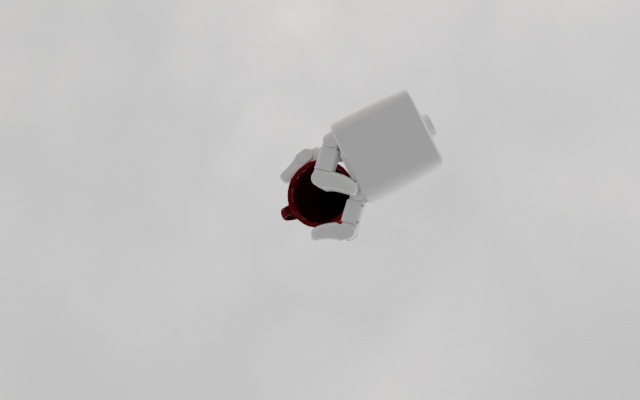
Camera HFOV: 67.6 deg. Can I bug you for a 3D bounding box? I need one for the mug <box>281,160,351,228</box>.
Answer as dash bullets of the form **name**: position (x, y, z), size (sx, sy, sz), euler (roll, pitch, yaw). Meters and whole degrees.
- **mug**: position (-0.001, 0.003, 0.675), size (0.117, 0.093, 0.081), euler (-26, -16, 11)
